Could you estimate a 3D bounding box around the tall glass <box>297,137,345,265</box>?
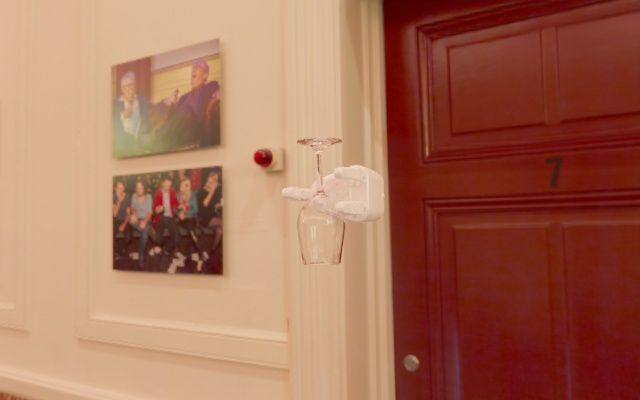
[{"bbox_3d":[0.000,0.002,0.777,0.079,0.201,0.079,-1,-3,0],"label":"tall glass"}]
